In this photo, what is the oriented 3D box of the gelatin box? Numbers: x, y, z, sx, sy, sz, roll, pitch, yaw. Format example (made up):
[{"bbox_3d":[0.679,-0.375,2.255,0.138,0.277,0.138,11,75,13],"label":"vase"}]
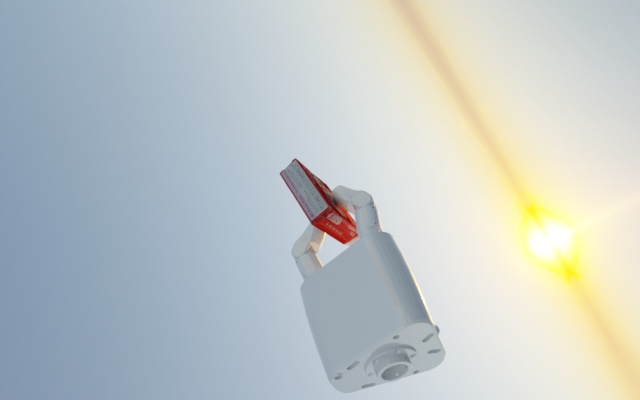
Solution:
[{"bbox_3d":[0.000,0.002,0.543,0.073,0.030,0.089,38,13,-51],"label":"gelatin box"}]
